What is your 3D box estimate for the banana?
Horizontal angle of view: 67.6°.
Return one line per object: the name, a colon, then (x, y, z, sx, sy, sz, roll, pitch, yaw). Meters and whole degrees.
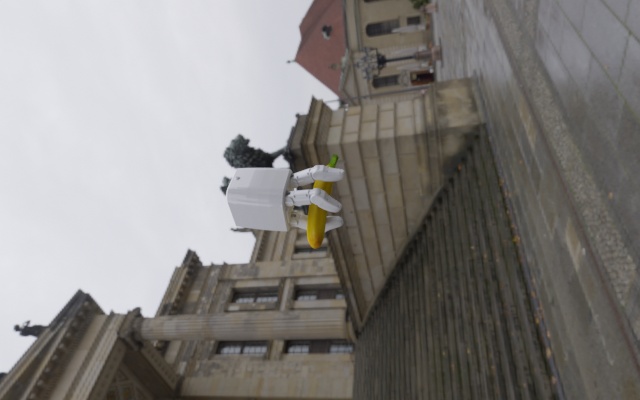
banana: (-0.002, 0.009, 0.892, 0.037, 0.197, 0.070, 11, -29, -2)
